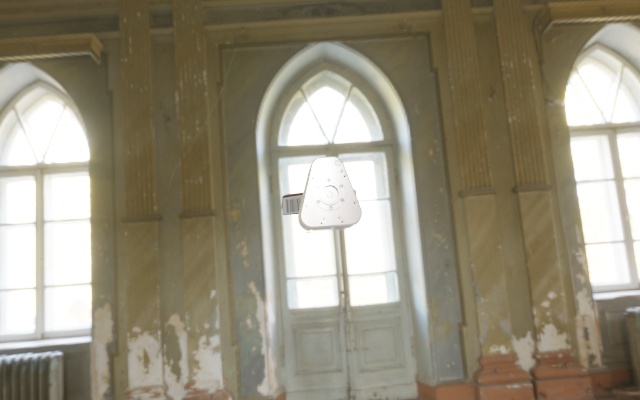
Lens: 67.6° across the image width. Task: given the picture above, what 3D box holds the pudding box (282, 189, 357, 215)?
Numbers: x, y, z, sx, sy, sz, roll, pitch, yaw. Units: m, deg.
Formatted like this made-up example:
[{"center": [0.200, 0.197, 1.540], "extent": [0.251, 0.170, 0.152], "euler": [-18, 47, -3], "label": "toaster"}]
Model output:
[{"center": [0.000, 0.003, 0.861], "extent": [0.113, 0.039, 0.090], "euler": [-6, -3, 26], "label": "pudding box"}]
